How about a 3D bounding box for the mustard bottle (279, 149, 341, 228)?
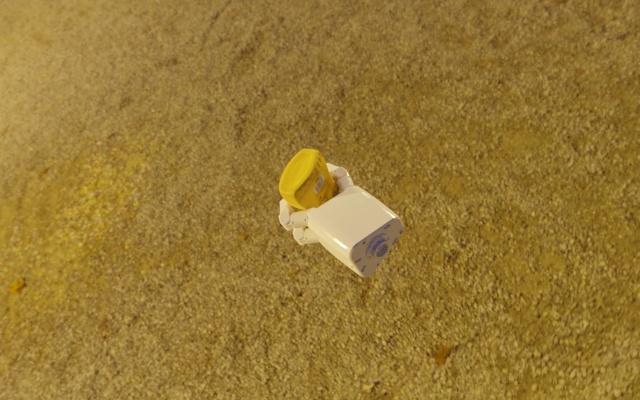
[{"bbox_3d":[0.000,0.003,0.846,0.058,0.096,0.192,9,-29,32],"label":"mustard bottle"}]
